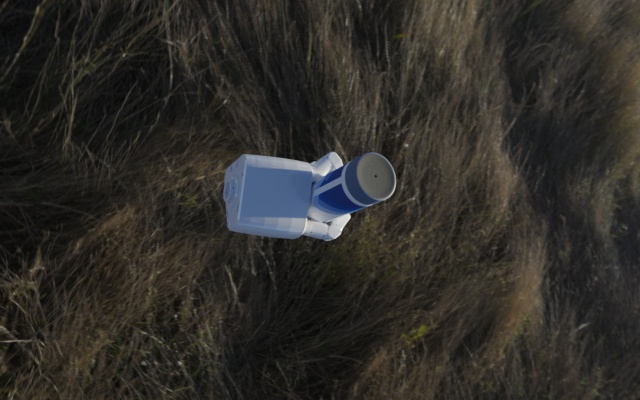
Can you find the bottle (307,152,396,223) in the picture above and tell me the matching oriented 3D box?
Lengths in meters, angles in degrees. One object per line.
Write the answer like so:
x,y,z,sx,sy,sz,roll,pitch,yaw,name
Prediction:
0.000,0.002,0.748,0.069,0.069,0.296,0,-14,-31,bottle
